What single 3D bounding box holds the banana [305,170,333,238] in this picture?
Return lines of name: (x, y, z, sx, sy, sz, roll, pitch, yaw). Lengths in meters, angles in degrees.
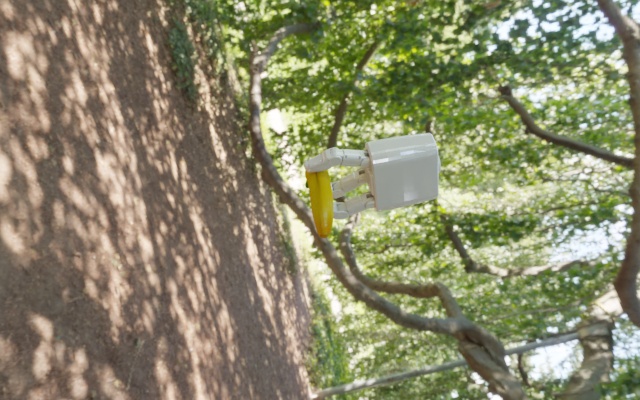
banana: (-0.001, -0.016, 0.757, 0.037, 0.070, 0.197, -6, 25, -4)
